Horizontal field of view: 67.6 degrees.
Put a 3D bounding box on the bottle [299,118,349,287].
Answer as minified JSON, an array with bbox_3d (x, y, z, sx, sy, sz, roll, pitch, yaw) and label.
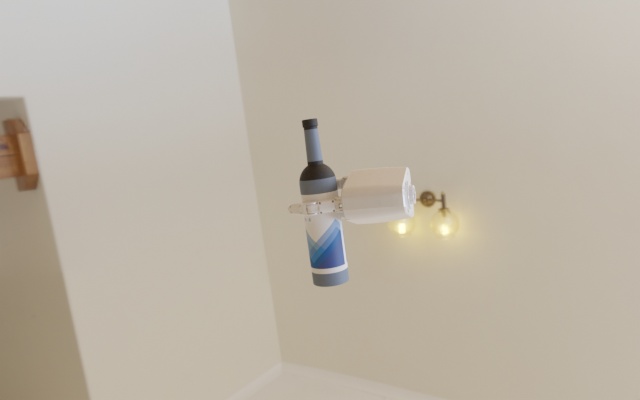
[{"bbox_3d":[0.000,0.003,0.853,0.069,0.296,0.069,-8,8,1],"label":"bottle"}]
